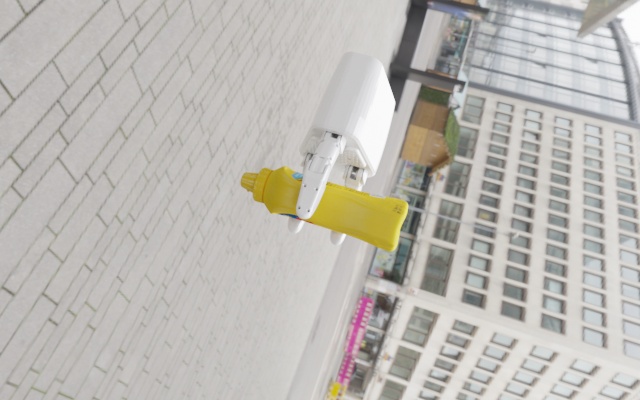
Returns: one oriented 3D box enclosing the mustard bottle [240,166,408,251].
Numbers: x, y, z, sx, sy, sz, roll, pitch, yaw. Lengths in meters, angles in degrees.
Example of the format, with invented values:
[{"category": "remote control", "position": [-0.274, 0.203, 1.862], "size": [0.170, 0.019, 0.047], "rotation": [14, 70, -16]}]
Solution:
[{"category": "mustard bottle", "position": [0.000, 0.002, 0.543], "size": [0.191, 0.058, 0.096], "rotation": [17, 7, 9]}]
